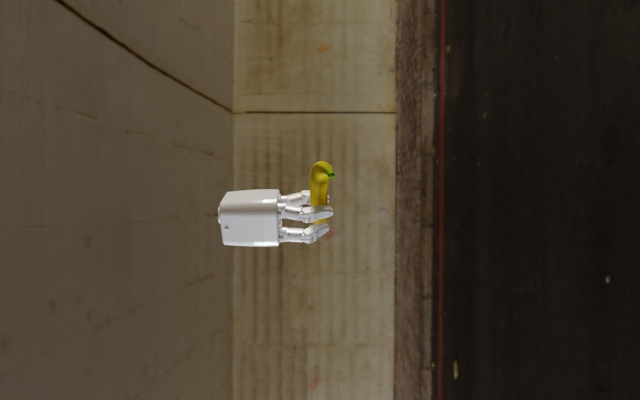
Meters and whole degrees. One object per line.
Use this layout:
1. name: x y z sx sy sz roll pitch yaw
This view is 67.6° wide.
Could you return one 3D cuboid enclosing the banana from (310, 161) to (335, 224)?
1. banana: -0.001 -0.014 0.900 0.037 0.069 0.198 -2 -33 -5
